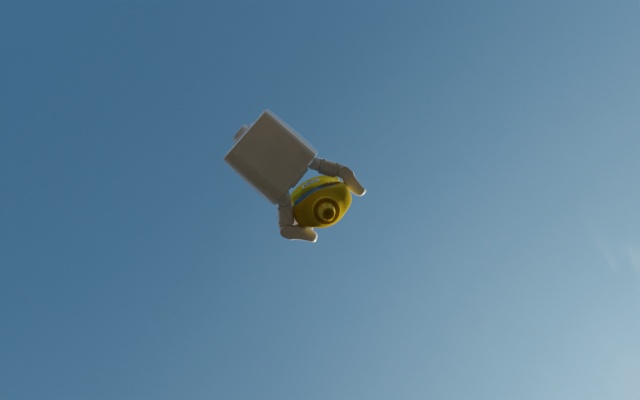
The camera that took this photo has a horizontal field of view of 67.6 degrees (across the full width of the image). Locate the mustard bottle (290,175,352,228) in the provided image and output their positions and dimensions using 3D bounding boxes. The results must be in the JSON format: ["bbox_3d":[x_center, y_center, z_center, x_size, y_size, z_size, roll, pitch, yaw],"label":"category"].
[{"bbox_3d":[0.000,0.003,0.763,0.096,0.058,0.191,-24,11,-2],"label":"mustard bottle"}]
